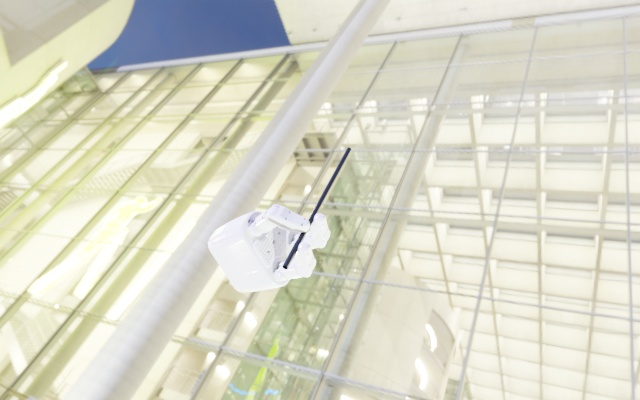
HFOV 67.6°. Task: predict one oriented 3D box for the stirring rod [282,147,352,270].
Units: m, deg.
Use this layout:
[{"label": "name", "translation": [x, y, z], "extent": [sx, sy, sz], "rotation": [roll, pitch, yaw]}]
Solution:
[{"label": "stirring rod", "translation": [0.000, 0.002, 0.683], "extent": [0.011, 0.011, 0.239], "rotation": [0, 44, 32]}]
